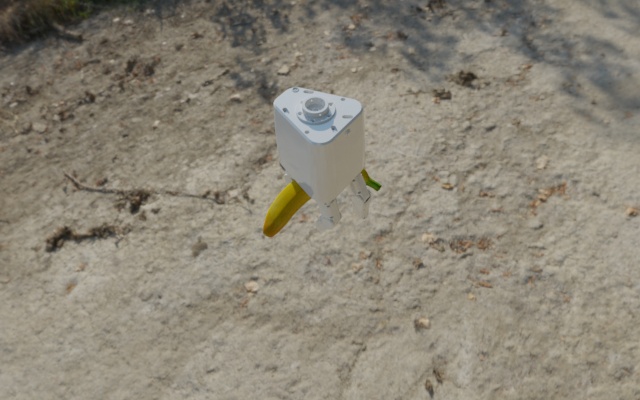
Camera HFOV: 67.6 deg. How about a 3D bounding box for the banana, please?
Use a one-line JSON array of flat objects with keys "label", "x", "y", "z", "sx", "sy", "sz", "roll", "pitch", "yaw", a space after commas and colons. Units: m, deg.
[{"label": "banana", "x": -0.006, "y": -0.014, "z": 0.703, "sx": 0.198, "sy": 0.069, "sz": 0.037, "roll": -24, "pitch": -25, "yaw": -18}]
